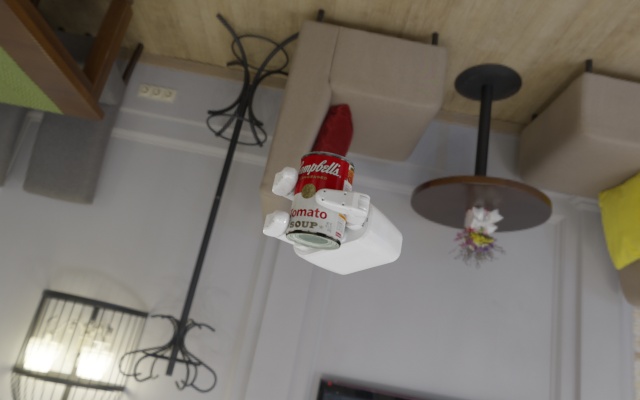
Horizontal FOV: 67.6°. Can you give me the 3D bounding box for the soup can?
[{"bbox_3d":[0.000,0.002,0.572,0.068,0.102,0.068,10,-19,4],"label":"soup can"}]
